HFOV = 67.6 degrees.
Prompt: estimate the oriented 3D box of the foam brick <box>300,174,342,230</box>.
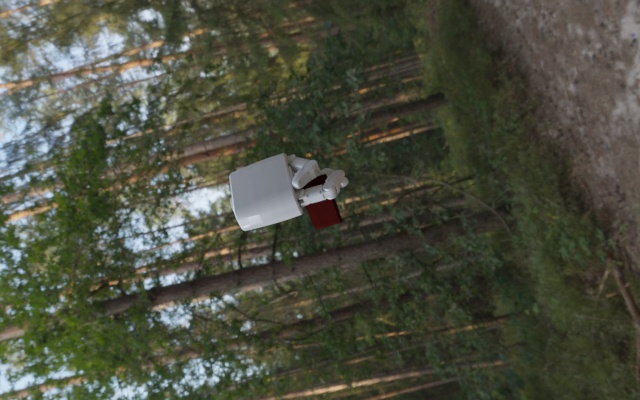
[{"bbox_3d":[0.000,0.003,0.844,0.051,0.078,0.053,-19,36,3],"label":"foam brick"}]
